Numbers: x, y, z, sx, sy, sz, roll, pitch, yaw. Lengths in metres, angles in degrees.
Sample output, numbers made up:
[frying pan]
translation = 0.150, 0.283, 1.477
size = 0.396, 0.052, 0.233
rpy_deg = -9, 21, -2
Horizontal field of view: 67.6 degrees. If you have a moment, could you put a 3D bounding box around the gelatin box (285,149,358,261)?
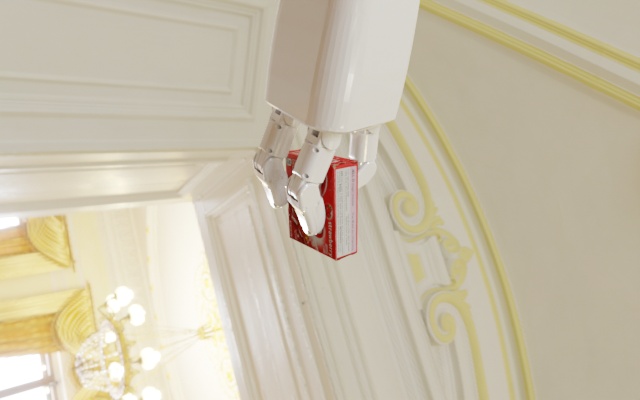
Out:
[gelatin box]
translation = 0.000, 0.002, 0.441
size = 0.030, 0.089, 0.073
rpy_deg = -15, 22, -35
